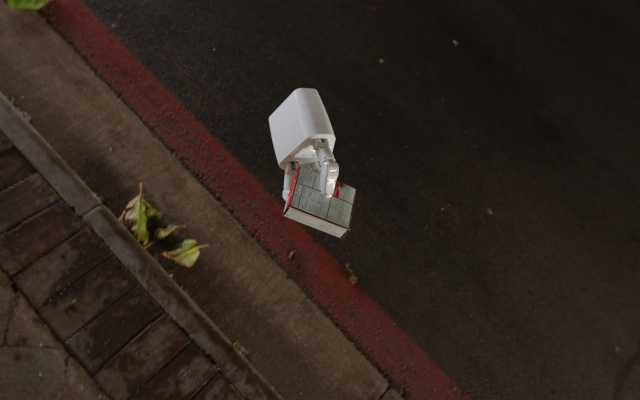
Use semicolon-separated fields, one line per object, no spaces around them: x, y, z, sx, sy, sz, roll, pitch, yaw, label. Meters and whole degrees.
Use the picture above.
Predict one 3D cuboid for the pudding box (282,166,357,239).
0.000;0.003;0.809;0.113;0.090;0.039;21;-35;-12;pudding box
